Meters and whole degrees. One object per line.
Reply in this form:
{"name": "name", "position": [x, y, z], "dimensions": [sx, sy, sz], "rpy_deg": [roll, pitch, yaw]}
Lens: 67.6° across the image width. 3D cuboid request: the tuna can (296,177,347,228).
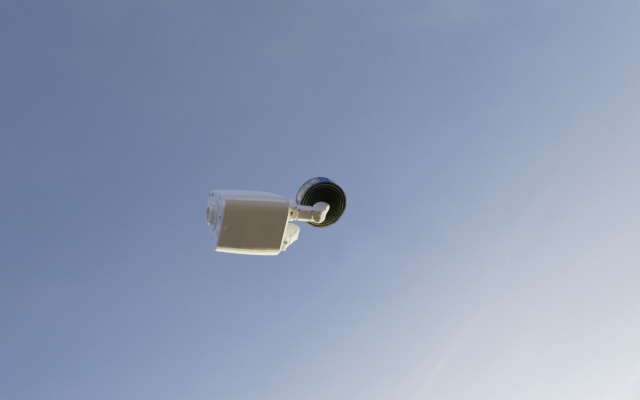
{"name": "tuna can", "position": [0.000, 0.003, 0.842], "dimensions": [0.086, 0.086, 0.033], "rpy_deg": [0, 21, -22]}
